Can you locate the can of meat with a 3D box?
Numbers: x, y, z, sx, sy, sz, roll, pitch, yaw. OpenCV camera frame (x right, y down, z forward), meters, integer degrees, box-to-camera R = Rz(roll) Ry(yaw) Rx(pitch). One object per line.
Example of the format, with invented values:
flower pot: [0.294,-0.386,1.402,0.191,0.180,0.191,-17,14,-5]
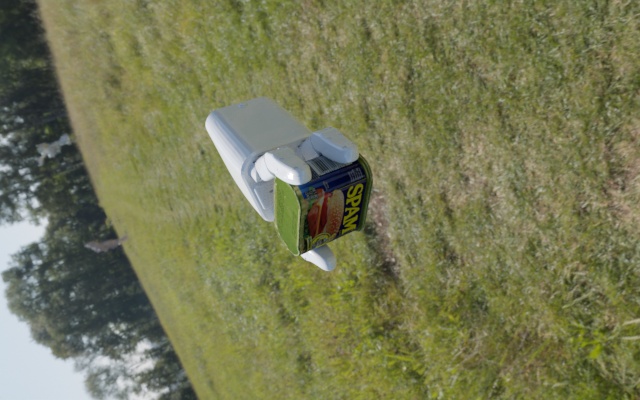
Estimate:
can of meat: [0.000,0.002,0.493,0.084,0.102,0.057,-22,51,-25]
